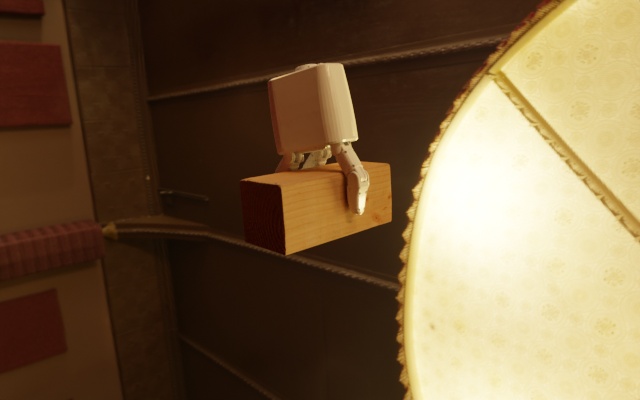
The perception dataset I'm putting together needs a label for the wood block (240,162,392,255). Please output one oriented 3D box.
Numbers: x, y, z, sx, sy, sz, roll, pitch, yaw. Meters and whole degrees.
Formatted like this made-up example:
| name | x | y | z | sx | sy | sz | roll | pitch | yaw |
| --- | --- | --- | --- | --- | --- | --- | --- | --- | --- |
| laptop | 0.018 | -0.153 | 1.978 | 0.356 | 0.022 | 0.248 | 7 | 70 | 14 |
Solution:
| name | x | y | z | sx | sy | sz | roll | pitch | yaw |
| --- | --- | --- | --- | --- | --- | --- | --- | --- | --- |
| wood block | 0.000 | 0.002 | 0.673 | 0.206 | 0.090 | 0.091 | -14 | 16 | -41 |
